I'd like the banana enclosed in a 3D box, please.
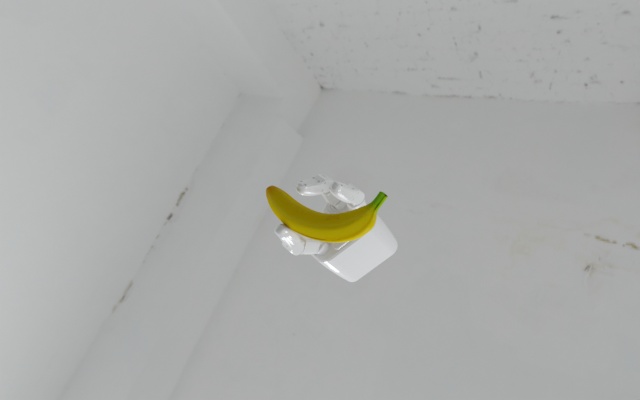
[{"bbox_3d":[-0.003,0.019,0.633,0.198,0.069,0.037,5,-21,35],"label":"banana"}]
